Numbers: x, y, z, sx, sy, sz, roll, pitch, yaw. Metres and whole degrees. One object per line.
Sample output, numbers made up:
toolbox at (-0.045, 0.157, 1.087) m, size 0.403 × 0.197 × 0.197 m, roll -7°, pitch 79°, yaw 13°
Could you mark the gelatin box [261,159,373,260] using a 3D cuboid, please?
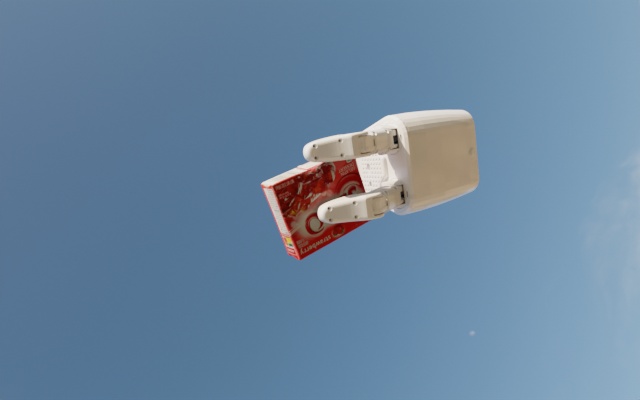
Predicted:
gelatin box at (0.000, 0.002, 0.440) m, size 0.089 × 0.073 × 0.030 m, roll -26°, pitch 17°, yaw -24°
